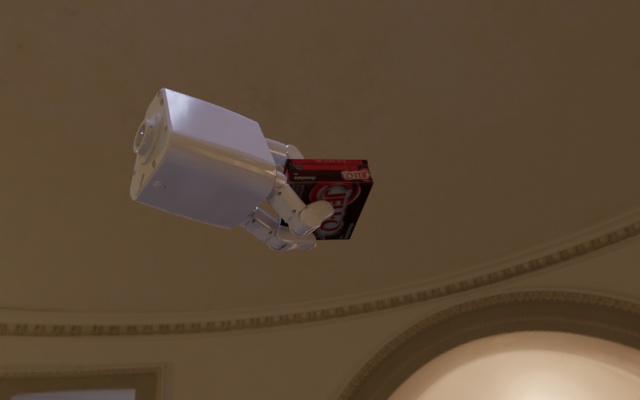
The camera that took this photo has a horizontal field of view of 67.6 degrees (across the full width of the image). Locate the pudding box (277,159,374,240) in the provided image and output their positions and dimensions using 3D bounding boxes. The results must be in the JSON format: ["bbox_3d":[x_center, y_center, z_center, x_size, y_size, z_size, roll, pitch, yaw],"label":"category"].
[{"bbox_3d":[0.000,0.002,0.530,0.090,0.039,0.114,0,-34,-12],"label":"pudding box"}]
